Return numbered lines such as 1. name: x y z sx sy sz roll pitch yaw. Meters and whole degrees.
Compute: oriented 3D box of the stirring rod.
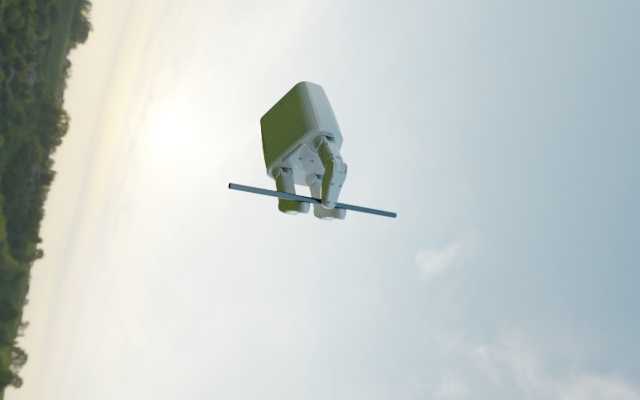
1. stirring rod: 0.000 0.002 0.595 0.239 0.011 0.011 10 -5 -30
